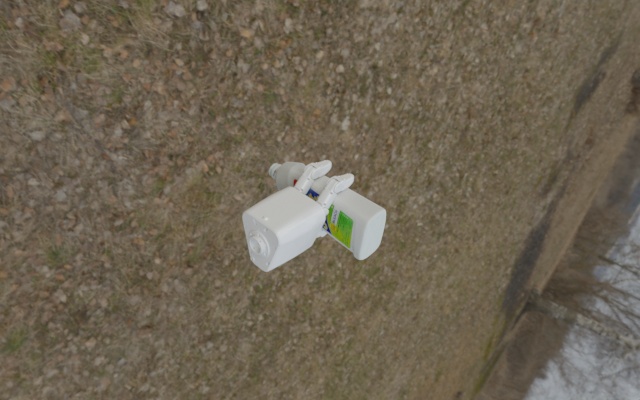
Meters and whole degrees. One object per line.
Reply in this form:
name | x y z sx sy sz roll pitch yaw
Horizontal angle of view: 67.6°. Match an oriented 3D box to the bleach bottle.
bleach bottle | 0.000 0.003 0.884 0.250 0.103 0.068 32 43 30
